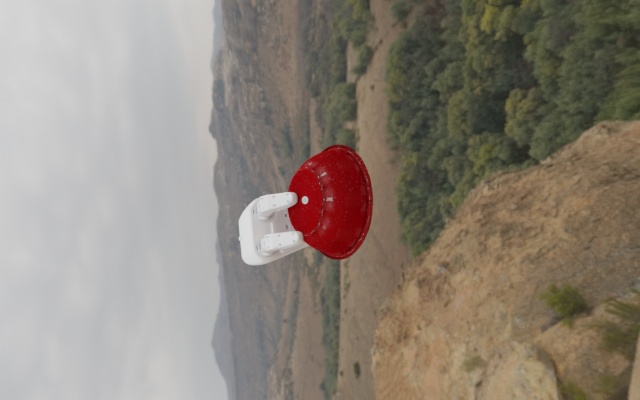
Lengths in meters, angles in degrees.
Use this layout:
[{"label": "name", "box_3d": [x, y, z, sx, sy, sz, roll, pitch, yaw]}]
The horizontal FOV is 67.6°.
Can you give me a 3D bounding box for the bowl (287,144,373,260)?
[{"label": "bowl", "box_3d": [0.000, 0.002, 0.653, 0.055, 0.162, 0.162, 1, -1, -35]}]
